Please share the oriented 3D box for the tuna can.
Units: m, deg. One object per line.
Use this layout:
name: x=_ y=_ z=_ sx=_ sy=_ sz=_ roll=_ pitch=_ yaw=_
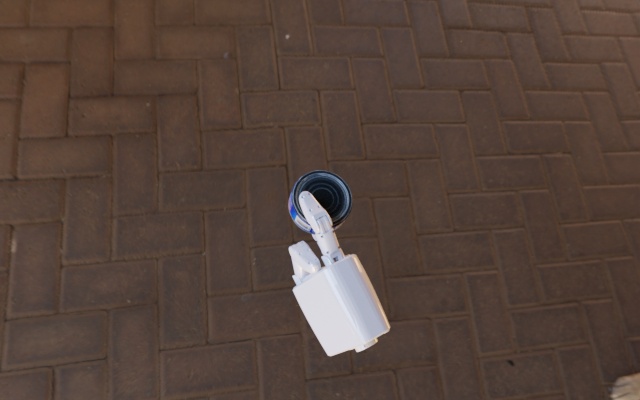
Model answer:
tuna can: x=0.000 y=0.002 z=0.657 sx=0.086 sy=0.086 sz=0.034 roll=0 pitch=-21 yaw=-11
